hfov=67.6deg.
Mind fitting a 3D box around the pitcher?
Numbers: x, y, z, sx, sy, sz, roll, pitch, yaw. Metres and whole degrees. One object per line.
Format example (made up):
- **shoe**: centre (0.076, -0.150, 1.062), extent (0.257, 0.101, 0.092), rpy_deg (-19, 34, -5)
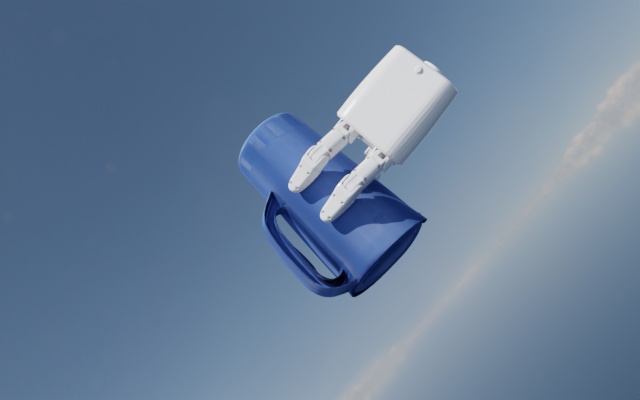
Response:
- **pitcher**: centre (0.000, 0.002, 0.615), extent (0.242, 0.145, 0.149), rpy_deg (43, 11, 18)
